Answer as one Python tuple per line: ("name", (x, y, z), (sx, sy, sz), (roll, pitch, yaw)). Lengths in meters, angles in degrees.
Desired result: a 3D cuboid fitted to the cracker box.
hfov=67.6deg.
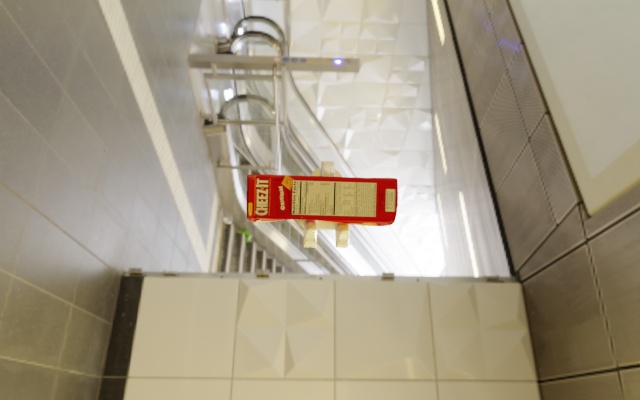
("cracker box", (0.000, 0.002, 0.742), (0.214, 0.072, 0.164), (1, -2, -2))
